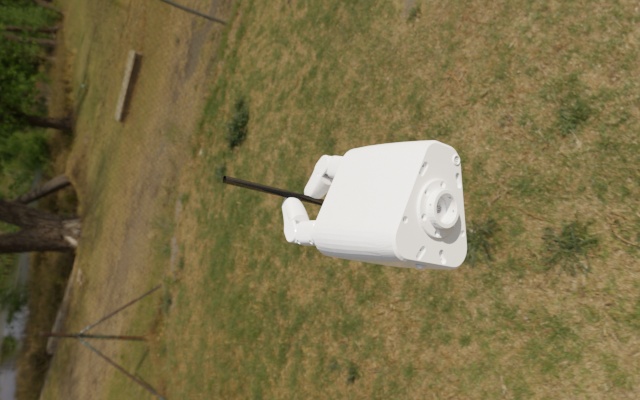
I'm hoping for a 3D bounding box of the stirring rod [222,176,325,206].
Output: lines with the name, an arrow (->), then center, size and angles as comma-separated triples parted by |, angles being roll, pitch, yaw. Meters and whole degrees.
stirring rod -> 0.000, 0.002, 0.546 | 0.239, 0.011, 0.011 | 13, -8, -34
